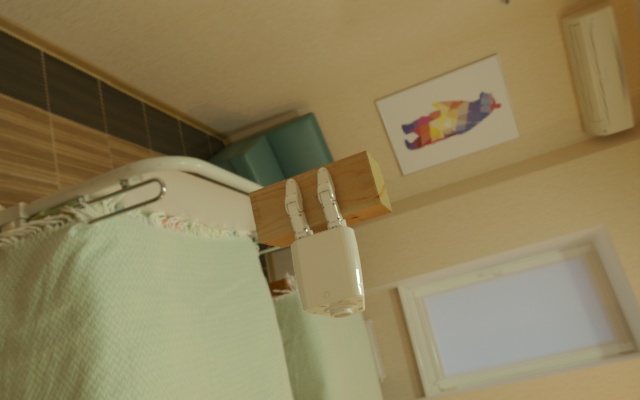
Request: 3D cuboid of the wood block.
[{"bbox_3d":[0.000,0.003,0.783,0.206,0.090,0.091,-19,-16,16],"label":"wood block"}]
